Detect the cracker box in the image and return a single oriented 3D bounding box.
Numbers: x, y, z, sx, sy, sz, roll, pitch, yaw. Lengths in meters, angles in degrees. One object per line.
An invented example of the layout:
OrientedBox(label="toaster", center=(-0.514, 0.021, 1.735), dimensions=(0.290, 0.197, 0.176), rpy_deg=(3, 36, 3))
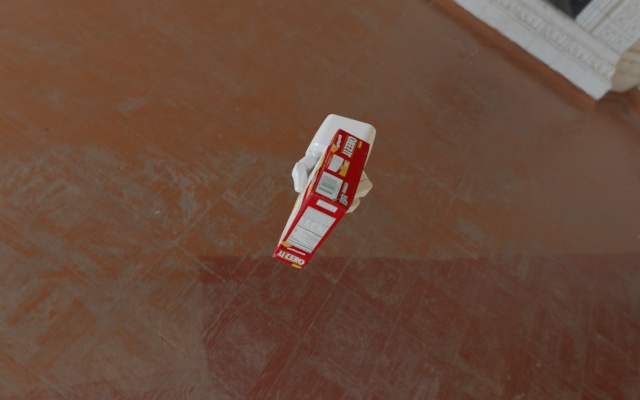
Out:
OrientedBox(label="cracker box", center=(0.000, 0.003, 0.851), dimensions=(0.072, 0.164, 0.214), rpy_deg=(26, -40, -6))
